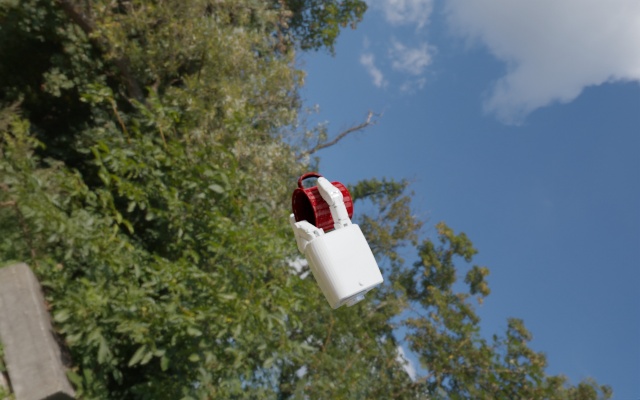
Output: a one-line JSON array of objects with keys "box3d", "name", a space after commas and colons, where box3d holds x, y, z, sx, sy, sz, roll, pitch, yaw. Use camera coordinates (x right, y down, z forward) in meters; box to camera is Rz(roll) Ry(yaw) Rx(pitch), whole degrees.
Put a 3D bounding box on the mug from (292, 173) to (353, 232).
[{"box3d": [0.000, 0.002, 0.863, 0.081, 0.117, 0.093, -17, -19, -26], "name": "mug"}]
